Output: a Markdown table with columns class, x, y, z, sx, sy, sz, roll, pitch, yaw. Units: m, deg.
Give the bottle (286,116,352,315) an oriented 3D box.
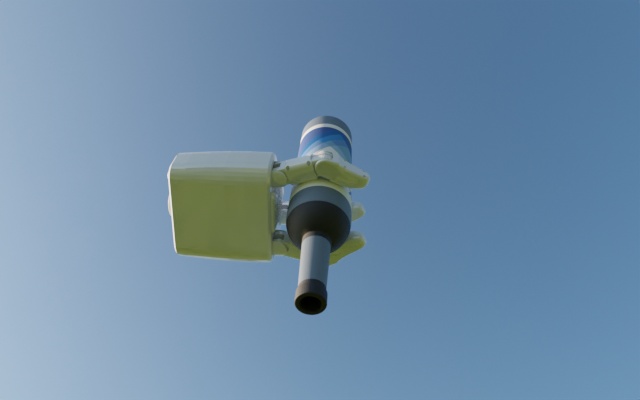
| class | x | y | z | sx | sy | sz | roll | pitch | yaw |
| --- | --- | --- | --- | --- | --- | --- | --- | --- | --- |
| bottle | 0.000 | 0.002 | 0.514 | 0.069 | 0.069 | 0.295 | 0 | 35 | 4 |
